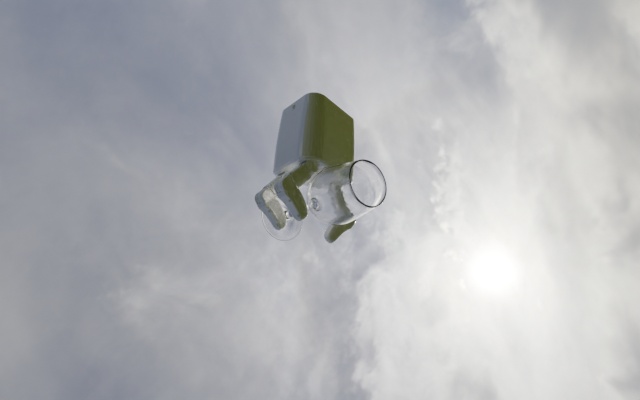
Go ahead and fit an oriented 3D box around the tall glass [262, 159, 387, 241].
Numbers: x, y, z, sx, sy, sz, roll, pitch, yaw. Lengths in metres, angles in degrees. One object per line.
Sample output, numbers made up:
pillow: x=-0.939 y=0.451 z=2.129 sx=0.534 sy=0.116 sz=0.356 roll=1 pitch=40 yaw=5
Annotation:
tall glass: x=0.000 y=0.002 z=0.661 sx=0.079 sy=0.079 sz=0.201 roll=0 pitch=-13 yaw=-37
